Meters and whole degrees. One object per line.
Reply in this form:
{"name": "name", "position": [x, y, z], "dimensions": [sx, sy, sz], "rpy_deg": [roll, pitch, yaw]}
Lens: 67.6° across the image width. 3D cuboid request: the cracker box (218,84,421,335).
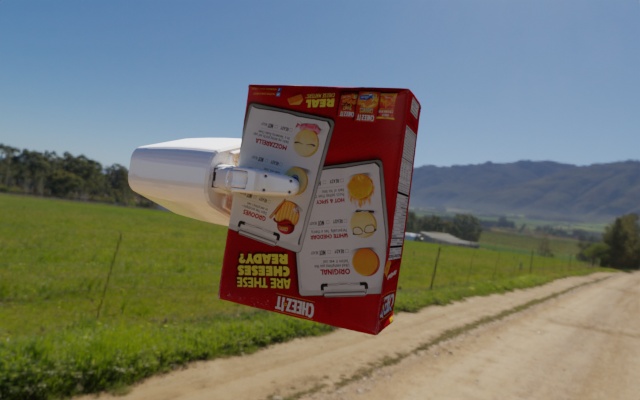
{"name": "cracker box", "position": [0.000, 0.001, 0.462], "dimensions": [0.164, 0.213, 0.072], "rpy_deg": [7, -1, 24]}
